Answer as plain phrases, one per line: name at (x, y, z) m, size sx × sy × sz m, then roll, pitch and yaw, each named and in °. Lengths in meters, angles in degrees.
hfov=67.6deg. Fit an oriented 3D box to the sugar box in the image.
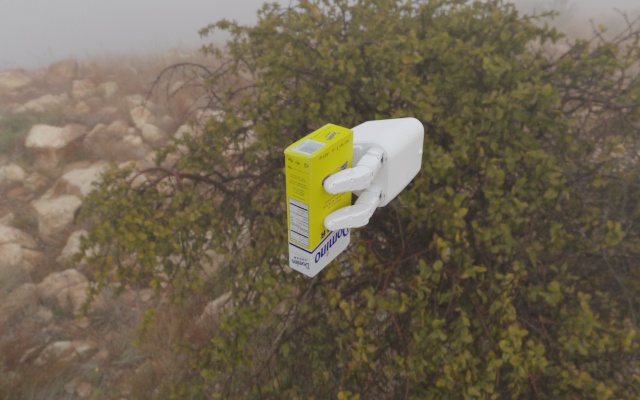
sugar box at (0.001, 0.002, 0.608) m, size 0.048 × 0.176 × 0.093 m, roll 19°, pitch 38°, yaw 32°
